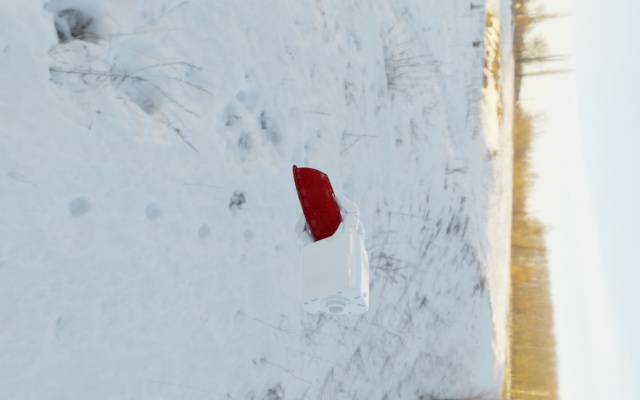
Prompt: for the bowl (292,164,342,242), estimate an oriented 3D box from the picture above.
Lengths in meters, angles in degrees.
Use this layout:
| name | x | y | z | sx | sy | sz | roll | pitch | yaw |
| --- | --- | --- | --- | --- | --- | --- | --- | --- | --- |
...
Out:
| name | x | y | z | sx | sy | sz | roll | pitch | yaw |
| --- | --- | --- | --- | --- | --- | --- | --- | --- | --- |
| bowl | 0.000 | 0.002 | 0.878 | 0.055 | 0.162 | 0.162 | -19 | -2 | 5 |
